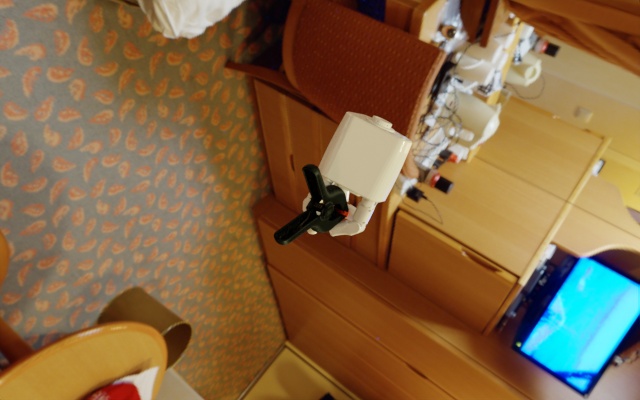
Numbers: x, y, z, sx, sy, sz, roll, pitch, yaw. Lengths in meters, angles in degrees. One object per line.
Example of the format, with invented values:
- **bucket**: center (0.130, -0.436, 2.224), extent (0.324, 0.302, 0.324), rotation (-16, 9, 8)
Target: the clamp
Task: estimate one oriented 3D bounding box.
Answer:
- **clamp**: center (0.001, 0.003, 0.719), extent (0.039, 0.120, 0.171), rotation (33, 19, 22)
